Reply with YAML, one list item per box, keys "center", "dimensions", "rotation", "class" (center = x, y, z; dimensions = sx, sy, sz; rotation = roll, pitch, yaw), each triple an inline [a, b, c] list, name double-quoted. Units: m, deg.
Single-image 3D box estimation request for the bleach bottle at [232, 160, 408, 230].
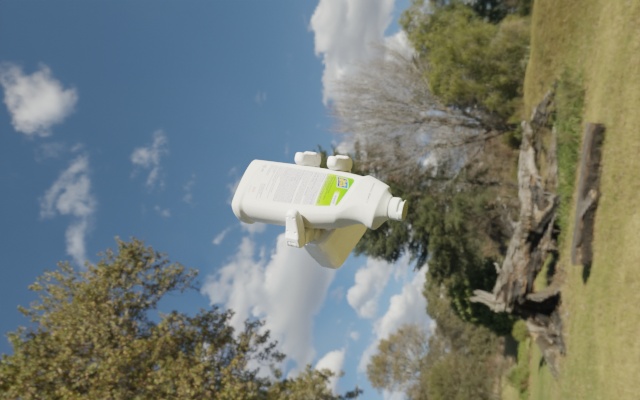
- center: [0.000, 0.002, 0.702]
  dimensions: [0.251, 0.102, 0.068]
  rotation: [9, -26, 24]
  class: "bleach bottle"
